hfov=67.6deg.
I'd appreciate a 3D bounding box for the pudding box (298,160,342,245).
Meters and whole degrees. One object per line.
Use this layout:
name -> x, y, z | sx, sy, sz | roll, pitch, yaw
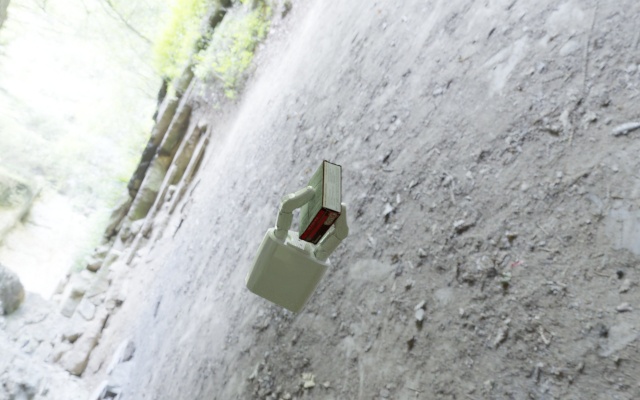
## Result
pudding box -> 0.000, 0.003, 0.788 | 0.039, 0.113, 0.090 | 19, -46, -20
